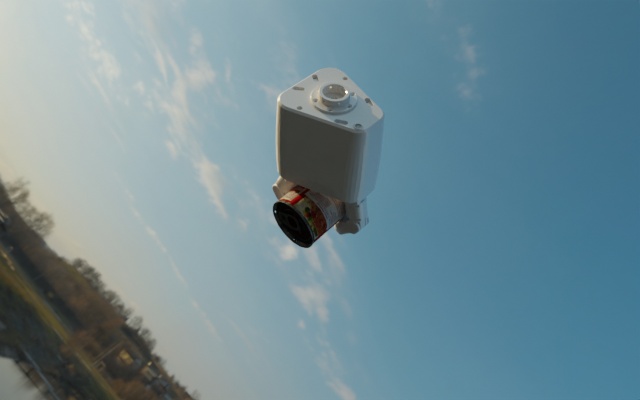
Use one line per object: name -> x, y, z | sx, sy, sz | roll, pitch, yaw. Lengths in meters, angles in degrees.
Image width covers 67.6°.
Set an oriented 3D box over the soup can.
soup can -> 0.000, 0.002, 0.595 | 0.102, 0.068, 0.068 | -39, 22, -29
